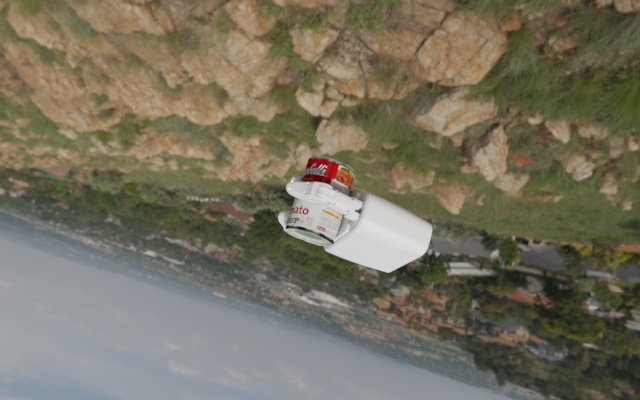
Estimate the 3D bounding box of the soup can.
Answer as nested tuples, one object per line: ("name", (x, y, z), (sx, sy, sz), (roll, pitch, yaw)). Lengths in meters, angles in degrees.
("soup can", (0.000, 0.002, 0.632), (0.068, 0.102, 0.068), (17, -16, 5))
